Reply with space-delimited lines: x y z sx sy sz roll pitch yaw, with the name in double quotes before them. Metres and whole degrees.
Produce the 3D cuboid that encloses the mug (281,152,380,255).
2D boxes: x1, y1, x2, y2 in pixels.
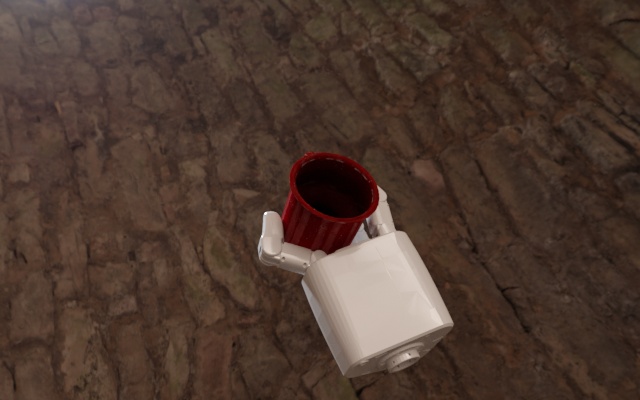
"mug" -0.001 0.001 0.508 0.093 0.117 0.082 -7 -37 -25
